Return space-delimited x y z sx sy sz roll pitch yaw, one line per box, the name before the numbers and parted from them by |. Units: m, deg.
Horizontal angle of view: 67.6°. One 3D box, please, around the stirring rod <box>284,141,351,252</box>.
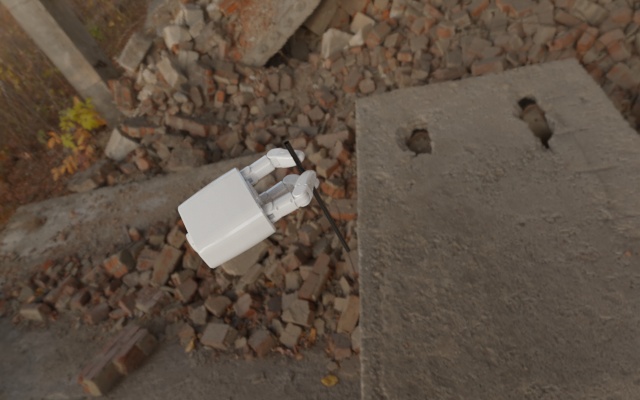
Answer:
stirring rod | 0.000 0.003 0.736 0.011 0.011 0.240 0 -43 33
